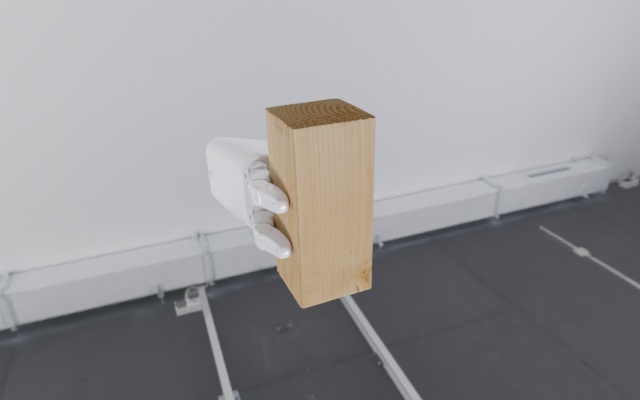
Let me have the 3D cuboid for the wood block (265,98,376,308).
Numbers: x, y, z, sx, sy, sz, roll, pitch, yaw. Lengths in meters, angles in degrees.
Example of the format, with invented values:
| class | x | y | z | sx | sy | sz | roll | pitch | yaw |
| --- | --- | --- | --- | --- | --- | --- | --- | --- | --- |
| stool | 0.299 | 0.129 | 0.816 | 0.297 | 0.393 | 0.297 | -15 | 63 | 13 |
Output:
| class | x | y | z | sx | sy | sz | roll | pitch | yaw |
| --- | --- | --- | --- | --- | --- | --- | --- | --- | --- |
| wood block | 0.000 | 0.002 | 0.533 | 0.091 | 0.206 | 0.090 | -13 | 28 | -21 |
